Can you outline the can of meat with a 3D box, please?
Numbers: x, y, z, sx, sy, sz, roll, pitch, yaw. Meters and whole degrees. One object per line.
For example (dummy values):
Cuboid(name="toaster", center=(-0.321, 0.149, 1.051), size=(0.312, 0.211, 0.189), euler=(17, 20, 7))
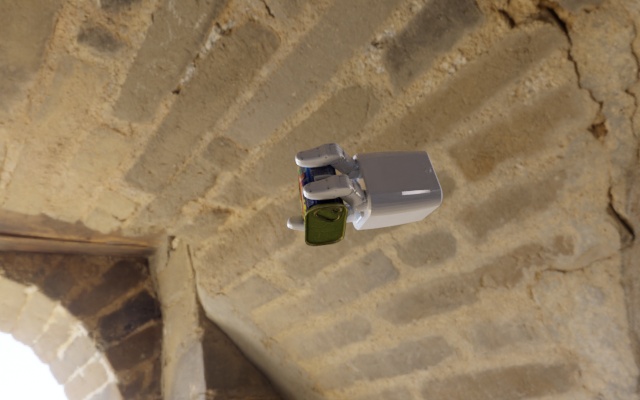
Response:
Cuboid(name="can of meat", center=(0.000, 0.002, 0.667), size=(0.057, 0.084, 0.102), euler=(-7, -33, -7))
